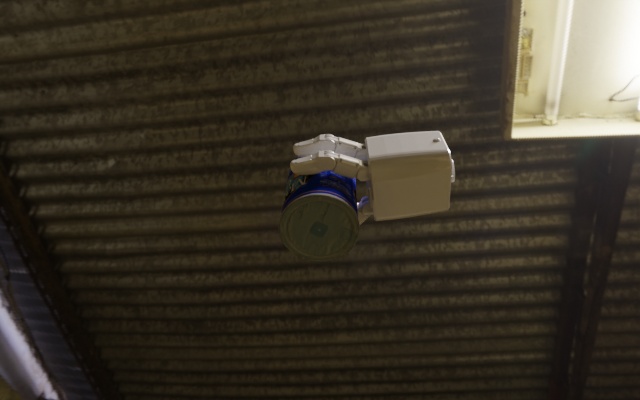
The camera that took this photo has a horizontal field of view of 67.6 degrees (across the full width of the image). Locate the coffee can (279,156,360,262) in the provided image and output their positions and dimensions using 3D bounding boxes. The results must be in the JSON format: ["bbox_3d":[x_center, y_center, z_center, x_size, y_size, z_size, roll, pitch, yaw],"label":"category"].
[{"bbox_3d":[0.000,0.002,0.661,0.103,0.103,0.140,0,31,2],"label":"coffee can"}]
